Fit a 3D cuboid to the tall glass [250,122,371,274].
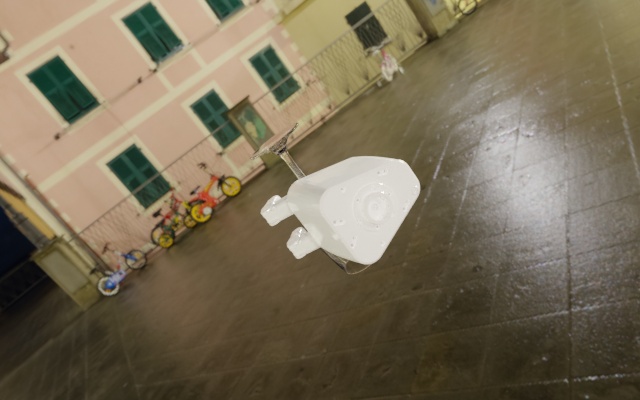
[{"bbox_3d":[0.000,0.001,0.618,0.079,0.201,0.079,-34,16,11],"label":"tall glass"}]
